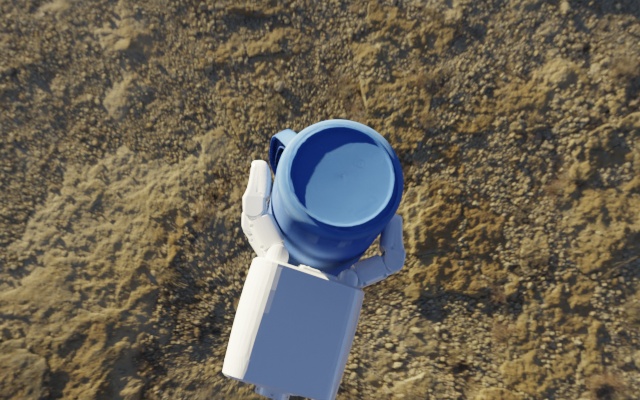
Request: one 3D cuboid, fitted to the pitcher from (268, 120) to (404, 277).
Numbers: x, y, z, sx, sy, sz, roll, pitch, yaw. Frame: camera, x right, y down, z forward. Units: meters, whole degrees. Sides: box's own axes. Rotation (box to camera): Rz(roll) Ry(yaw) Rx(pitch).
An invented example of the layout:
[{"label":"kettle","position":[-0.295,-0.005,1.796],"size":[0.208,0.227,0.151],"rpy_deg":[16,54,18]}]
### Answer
[{"label":"pitcher","position":[0.000,0.002,0.508],"size":[0.149,0.145,0.243],"rpy_deg":[16,-16,-1]}]
